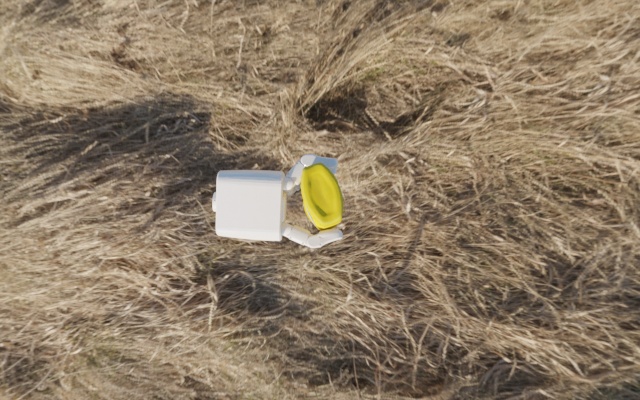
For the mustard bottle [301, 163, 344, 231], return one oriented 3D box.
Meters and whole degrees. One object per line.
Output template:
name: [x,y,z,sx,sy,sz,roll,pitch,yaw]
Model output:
mustard bottle: [0.000,0.003,0.795,0.058,0.096,0.191,-21,-7,-4]
